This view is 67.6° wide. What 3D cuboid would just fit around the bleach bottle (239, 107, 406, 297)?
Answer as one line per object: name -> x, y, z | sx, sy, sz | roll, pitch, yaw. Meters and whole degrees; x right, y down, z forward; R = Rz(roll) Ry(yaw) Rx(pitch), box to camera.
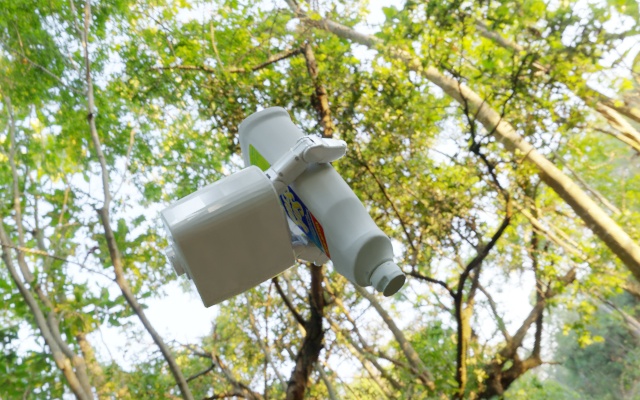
bleach bottle -> 0.000, 0.002, 0.514 | 0.068, 0.103, 0.250 | -27, 50, -21
